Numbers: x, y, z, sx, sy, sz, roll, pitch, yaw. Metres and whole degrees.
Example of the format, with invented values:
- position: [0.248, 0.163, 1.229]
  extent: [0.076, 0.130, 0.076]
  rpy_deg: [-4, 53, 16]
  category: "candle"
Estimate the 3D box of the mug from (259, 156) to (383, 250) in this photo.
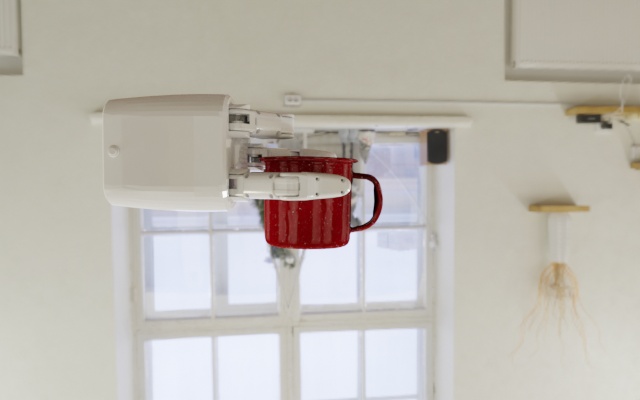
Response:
- position: [0.002, 0.002, 0.451]
  extent: [0.117, 0.081, 0.093]
  rpy_deg: [1, 2, 3]
  category: "mug"
